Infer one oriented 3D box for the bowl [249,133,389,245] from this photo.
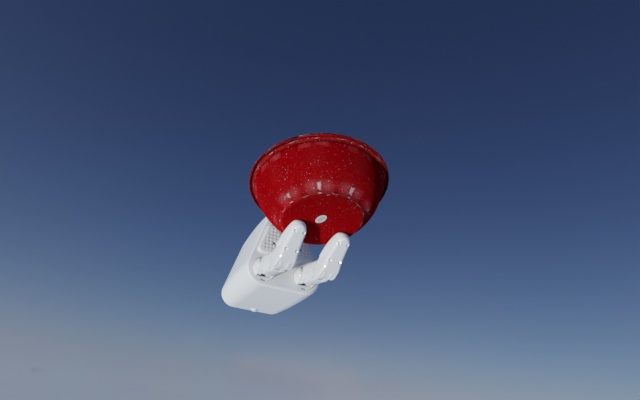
[{"bbox_3d":[0.000,0.001,0.534,0.162,0.055,0.162,-3,-40,-2],"label":"bowl"}]
